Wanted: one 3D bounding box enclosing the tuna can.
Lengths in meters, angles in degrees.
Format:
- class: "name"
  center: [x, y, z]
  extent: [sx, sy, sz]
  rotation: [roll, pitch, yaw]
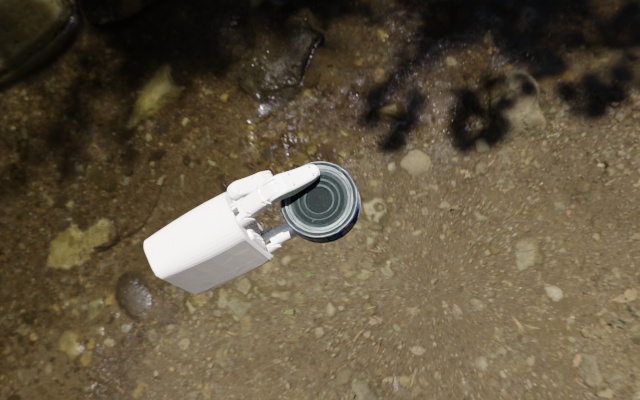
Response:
- class: "tuna can"
  center: [0.000, 0.002, 0.518]
  extent: [0.086, 0.086, 0.034]
  rotation: [0, -13, 8]
